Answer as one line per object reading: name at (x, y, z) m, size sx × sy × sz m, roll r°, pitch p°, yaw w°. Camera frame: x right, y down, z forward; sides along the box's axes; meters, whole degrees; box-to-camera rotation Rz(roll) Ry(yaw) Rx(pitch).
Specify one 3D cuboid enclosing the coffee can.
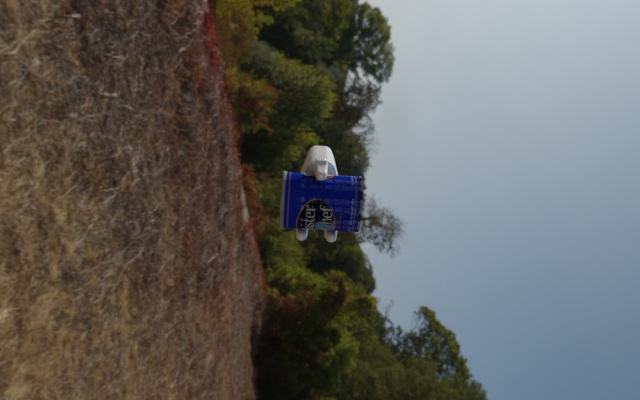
coffee can at (0.000, 0.003, 0.858) m, size 0.140 × 0.103 × 0.103 m, roll 4°, pitch 0°, yaw -2°
